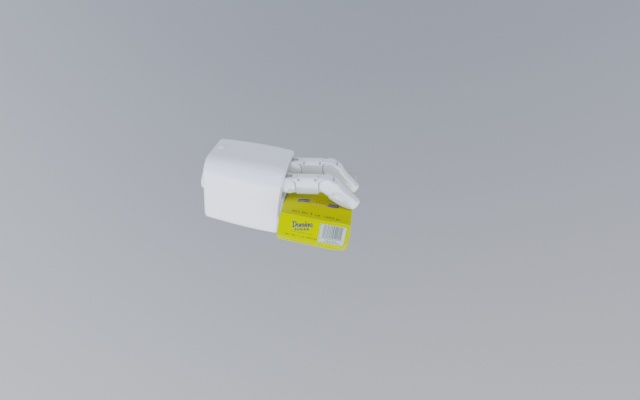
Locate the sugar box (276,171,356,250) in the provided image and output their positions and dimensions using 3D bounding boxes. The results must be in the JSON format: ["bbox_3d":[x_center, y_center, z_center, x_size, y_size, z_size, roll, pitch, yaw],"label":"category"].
[{"bbox_3d":[0.000,0.002,0.677,0.093,0.048,0.176,12,28,0],"label":"sugar box"}]
